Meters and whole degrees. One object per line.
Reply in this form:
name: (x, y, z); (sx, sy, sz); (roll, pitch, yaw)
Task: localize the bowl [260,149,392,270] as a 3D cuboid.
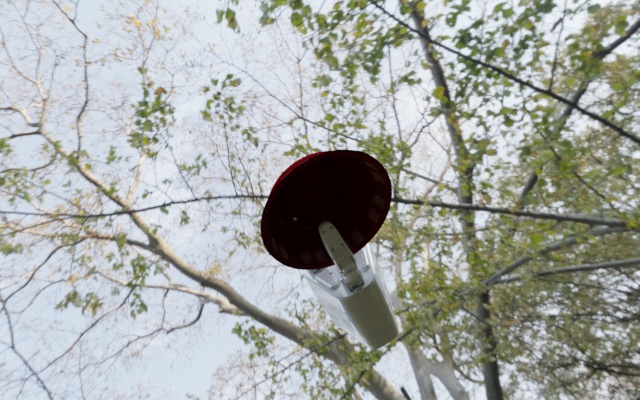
bowl: (0.000, 0.001, 0.555); (0.162, 0.162, 0.055); (0, 33, -28)
